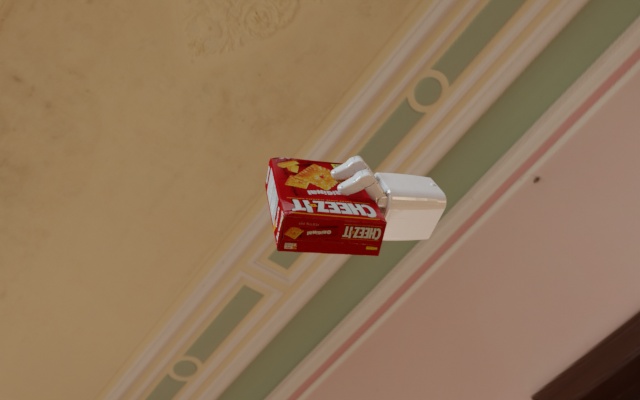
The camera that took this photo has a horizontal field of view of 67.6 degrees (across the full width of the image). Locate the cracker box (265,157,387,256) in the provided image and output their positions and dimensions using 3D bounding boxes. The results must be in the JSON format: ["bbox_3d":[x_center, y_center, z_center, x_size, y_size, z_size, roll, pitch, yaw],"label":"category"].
[{"bbox_3d":[0.000,0.003,0.802,0.164,0.072,0.213,4,27,-14],"label":"cracker box"}]
